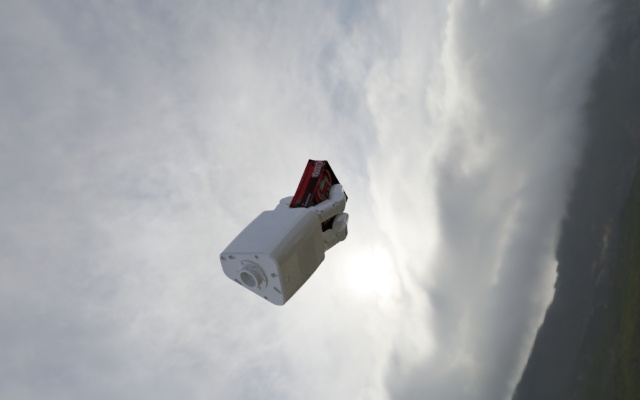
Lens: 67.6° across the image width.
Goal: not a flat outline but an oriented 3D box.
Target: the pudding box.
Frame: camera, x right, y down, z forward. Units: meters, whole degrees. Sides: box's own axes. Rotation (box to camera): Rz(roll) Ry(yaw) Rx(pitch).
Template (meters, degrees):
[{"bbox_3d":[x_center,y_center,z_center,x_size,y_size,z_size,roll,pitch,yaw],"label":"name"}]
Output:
[{"bbox_3d":[0.000,0.002,0.749,0.039,0.090,0.114,10,-26,26],"label":"pudding box"}]
